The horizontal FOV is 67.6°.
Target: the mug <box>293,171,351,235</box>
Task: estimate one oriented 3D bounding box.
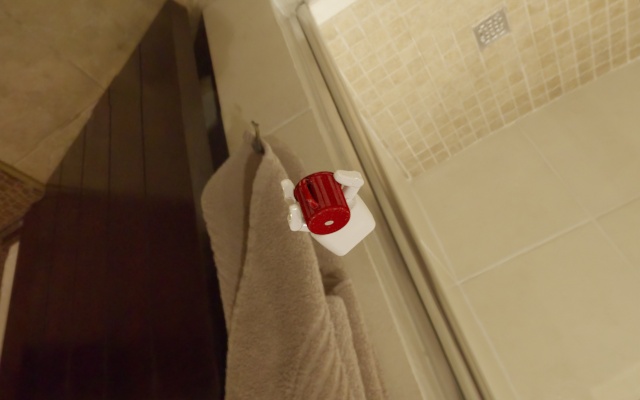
[{"bbox_3d":[0.000,0.002,0.848,0.093,0.081,0.117,-29,-37,13],"label":"mug"}]
